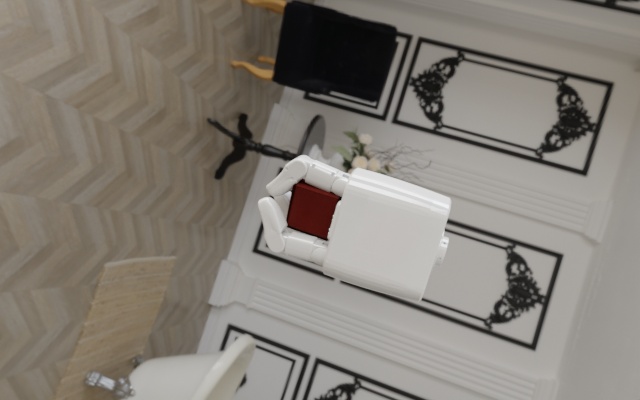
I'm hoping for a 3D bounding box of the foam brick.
[{"bbox_3d":[0.000,0.002,0.539,0.051,0.053,0.078,17,24,11],"label":"foam brick"}]
